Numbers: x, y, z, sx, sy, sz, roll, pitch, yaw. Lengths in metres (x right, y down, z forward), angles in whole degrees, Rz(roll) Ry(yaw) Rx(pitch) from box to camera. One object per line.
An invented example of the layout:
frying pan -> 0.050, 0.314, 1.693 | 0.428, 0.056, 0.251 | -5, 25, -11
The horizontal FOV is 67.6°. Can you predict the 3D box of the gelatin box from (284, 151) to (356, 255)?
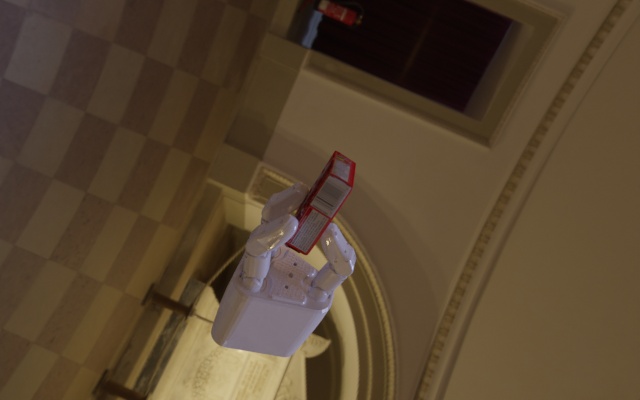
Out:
gelatin box -> 0.001, 0.002, 0.481 | 0.030, 0.089, 0.073 | 31, 23, -6
